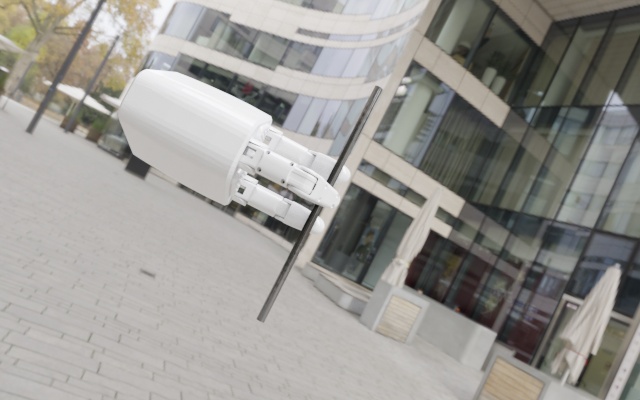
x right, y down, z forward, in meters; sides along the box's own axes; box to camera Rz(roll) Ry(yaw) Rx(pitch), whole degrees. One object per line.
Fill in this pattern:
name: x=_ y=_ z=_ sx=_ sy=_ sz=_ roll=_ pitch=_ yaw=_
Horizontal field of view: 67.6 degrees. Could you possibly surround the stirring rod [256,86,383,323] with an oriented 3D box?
stirring rod: x=0.000 y=0.001 z=0.439 sx=0.011 sy=0.239 sz=0.011 roll=27 pitch=-4 yaw=2
